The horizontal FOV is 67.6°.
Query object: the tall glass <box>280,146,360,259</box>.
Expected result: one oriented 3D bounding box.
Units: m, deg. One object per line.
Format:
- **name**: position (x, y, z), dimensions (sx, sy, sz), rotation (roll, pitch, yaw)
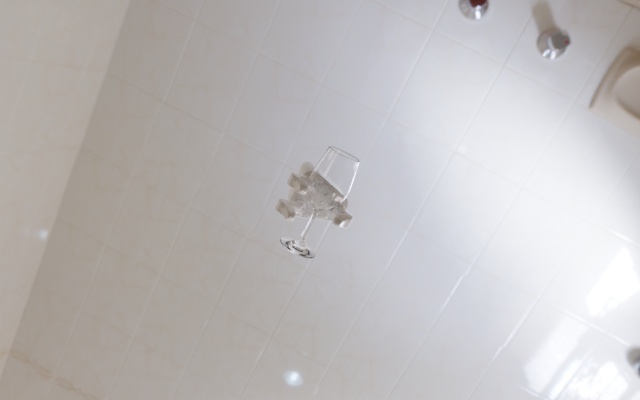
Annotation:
- **tall glass**: position (0.000, 0.004, 0.878), dimensions (0.079, 0.201, 0.079), rotation (25, 14, -7)
